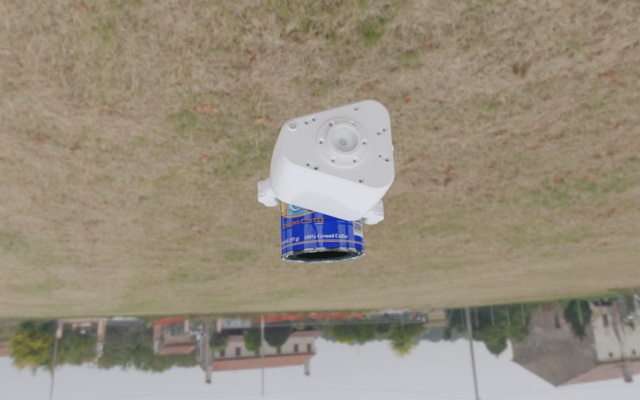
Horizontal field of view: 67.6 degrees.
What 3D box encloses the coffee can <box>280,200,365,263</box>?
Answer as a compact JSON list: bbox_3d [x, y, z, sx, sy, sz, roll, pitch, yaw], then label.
[{"bbox_3d":[0.000,0.002,0.598,0.103,0.140,0.103,-2,-15,-1],"label":"coffee can"}]
